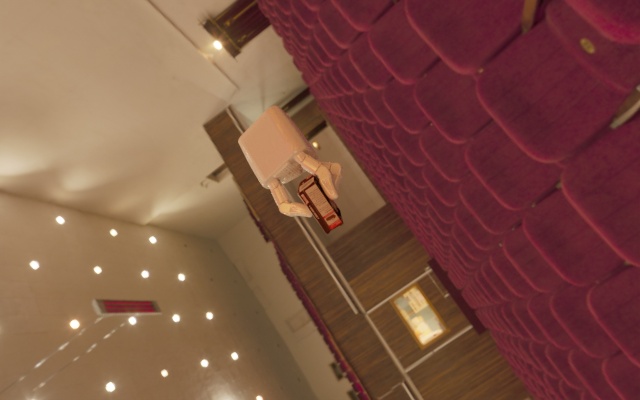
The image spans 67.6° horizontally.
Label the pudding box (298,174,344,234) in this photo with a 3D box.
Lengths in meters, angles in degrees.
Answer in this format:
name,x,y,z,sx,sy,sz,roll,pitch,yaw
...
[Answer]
name,x,y,z,sx,sy,sz,roll,pitch,yaw
pudding box,0.000,0.003,0.843,0.039,0.090,0.113,-34,9,8
